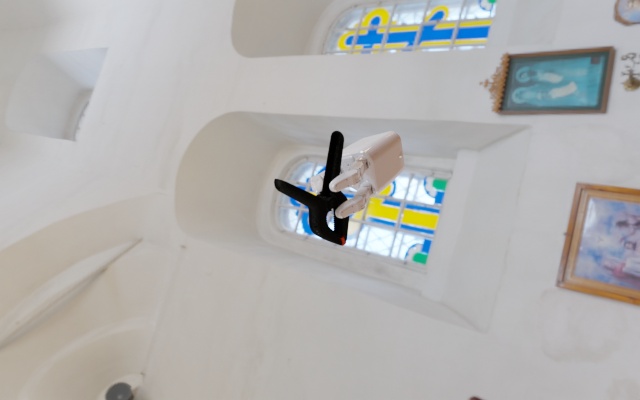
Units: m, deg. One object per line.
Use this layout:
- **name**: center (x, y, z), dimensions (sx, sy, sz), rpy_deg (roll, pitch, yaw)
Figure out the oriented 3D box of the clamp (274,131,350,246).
- **clamp**: center (0.000, 0.003, 0.846), dimensions (0.036, 0.210, 0.164), rpy_deg (18, 41, 43)
